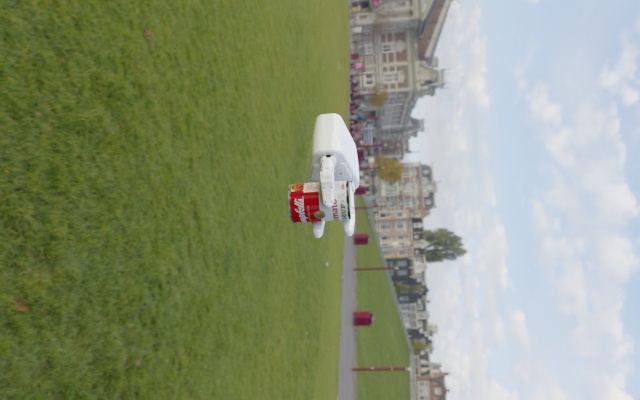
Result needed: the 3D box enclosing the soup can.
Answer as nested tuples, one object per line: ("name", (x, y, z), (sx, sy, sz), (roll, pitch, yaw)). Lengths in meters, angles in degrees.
("soup can", (0.000, 0.003, 0.820), (0.102, 0.068, 0.068), (-3, 0, 6))
